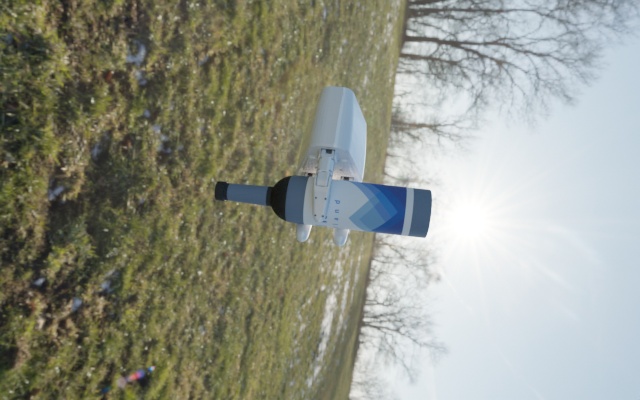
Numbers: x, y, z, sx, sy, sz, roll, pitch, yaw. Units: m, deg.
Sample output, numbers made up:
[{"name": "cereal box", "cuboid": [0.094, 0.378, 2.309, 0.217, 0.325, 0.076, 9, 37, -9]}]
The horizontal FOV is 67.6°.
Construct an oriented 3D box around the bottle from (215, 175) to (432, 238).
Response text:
[{"name": "bottle", "cuboid": [0.000, 0.002, 0.661, 0.296, 0.069, 0.069, 6, 0, 5]}]
